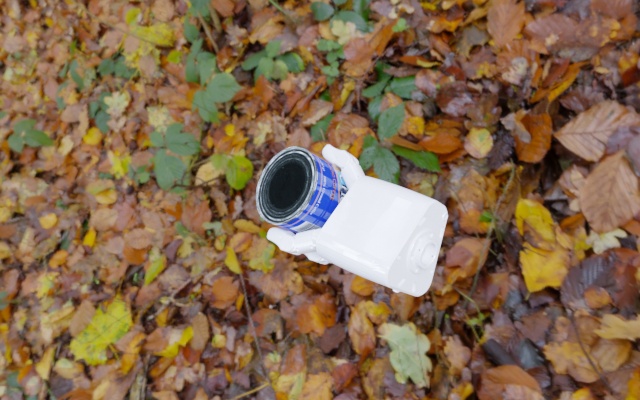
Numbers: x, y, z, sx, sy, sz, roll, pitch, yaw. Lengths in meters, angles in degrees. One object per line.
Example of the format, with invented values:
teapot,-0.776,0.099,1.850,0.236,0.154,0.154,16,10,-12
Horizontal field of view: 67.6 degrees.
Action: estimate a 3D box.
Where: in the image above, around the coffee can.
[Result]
coffee can,0.000,0.002,0.635,0.103,0.102,0.140,0,-18,42
